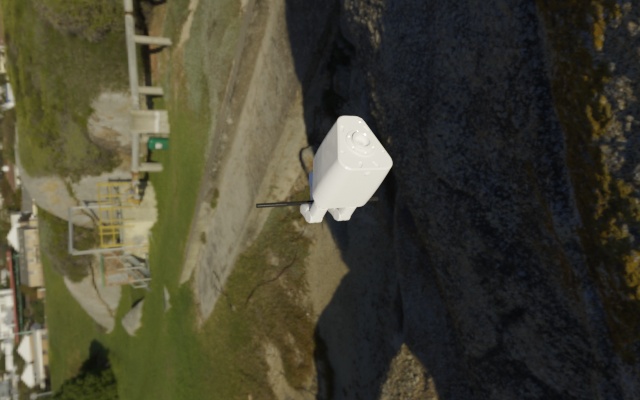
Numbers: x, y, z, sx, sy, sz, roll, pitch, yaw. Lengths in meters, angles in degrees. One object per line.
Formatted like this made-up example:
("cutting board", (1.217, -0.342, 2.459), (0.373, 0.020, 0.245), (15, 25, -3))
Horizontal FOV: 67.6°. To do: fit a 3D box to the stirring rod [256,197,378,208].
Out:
("stirring rod", (0.000, 0.003, 0.863), (0.239, 0.011, 0.011), (-3, 1, -25))
